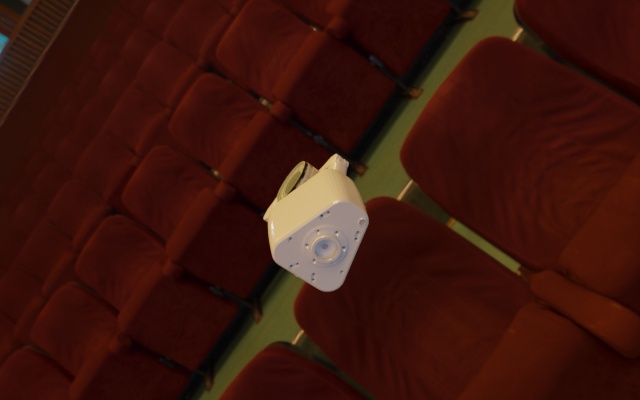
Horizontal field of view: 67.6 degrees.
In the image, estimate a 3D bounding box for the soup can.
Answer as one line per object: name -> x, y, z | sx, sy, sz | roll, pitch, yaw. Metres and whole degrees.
soup can -> 0.000, 0.002, 0.646 | 0.102, 0.068, 0.068 | 34, -11, -17
